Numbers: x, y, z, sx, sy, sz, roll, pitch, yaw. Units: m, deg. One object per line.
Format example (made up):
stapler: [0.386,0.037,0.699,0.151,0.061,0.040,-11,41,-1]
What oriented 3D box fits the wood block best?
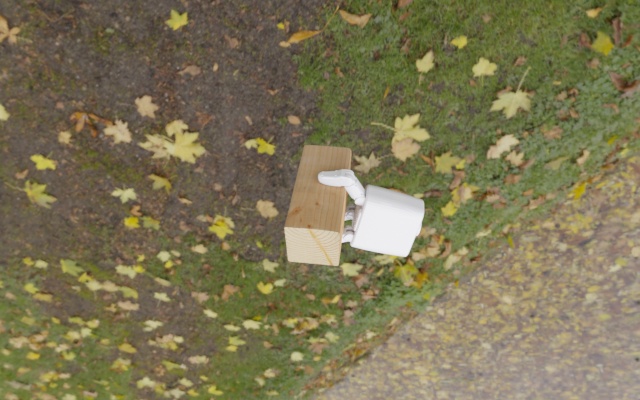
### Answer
wood block: [0.001,0.003,0.847,0.090,0.206,0.091,5,-44,5]
